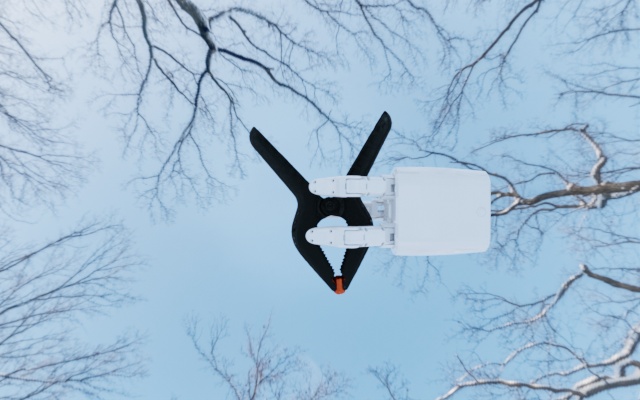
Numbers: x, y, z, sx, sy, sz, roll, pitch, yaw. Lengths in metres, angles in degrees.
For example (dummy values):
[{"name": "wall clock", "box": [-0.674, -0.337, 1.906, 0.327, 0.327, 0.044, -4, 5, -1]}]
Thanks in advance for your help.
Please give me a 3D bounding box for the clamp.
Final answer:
[{"name": "clamp", "box": [0.000, 0.002, 0.553, 0.164, 0.210, 0.036, 0, 1, 1]}]
